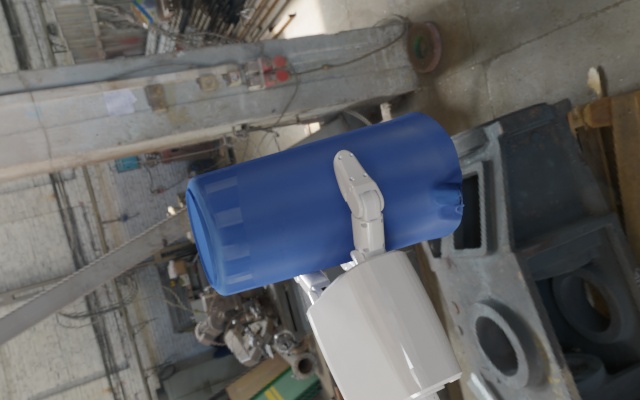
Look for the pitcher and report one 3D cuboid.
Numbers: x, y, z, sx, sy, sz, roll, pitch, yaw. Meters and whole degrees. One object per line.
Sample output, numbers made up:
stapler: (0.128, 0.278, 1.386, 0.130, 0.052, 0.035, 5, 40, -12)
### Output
pitcher: (0.000, 0.002, 0.465, 0.243, 0.145, 0.149, -15, -26, -21)
